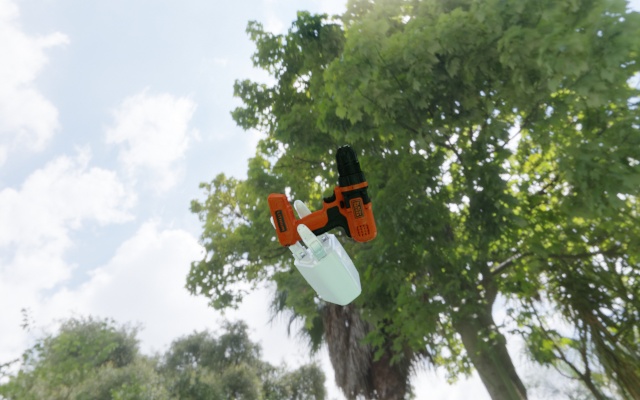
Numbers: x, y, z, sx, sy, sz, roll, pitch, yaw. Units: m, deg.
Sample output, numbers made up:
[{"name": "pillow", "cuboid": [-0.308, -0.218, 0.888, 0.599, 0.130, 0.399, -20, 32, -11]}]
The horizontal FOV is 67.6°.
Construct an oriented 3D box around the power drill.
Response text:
[{"name": "power drill", "cuboid": [0.000, 0.003, 0.900, 0.187, 0.184, 0.057, -13, 4, 11]}]
